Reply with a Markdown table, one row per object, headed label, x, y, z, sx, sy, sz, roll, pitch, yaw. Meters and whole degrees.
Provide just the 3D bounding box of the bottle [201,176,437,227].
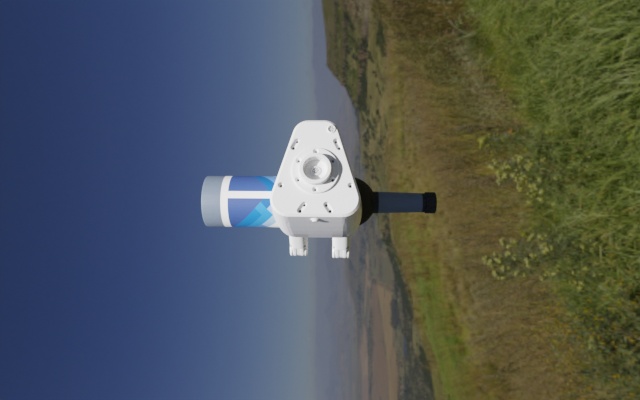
| label | x | y | z | sx | sy | sz | roll | pitch | yaw |
| --- | --- | --- | --- | --- | --- | --- | --- | --- | --- |
| bottle | 0.000 | 0.002 | 0.619 | 0.296 | 0.069 | 0.069 | 0 | 0 | 2 |
